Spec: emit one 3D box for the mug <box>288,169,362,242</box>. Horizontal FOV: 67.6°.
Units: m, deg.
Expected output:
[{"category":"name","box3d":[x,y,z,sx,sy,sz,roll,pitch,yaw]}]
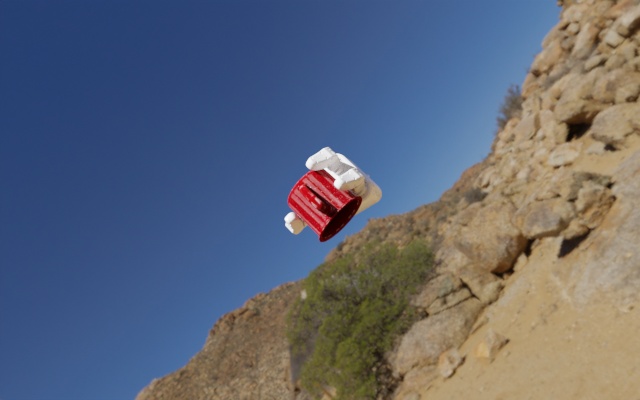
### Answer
[{"category":"mug","box3d":[-0.001,0.002,0.728,0.081,0.093,0.117,43,8,18]}]
